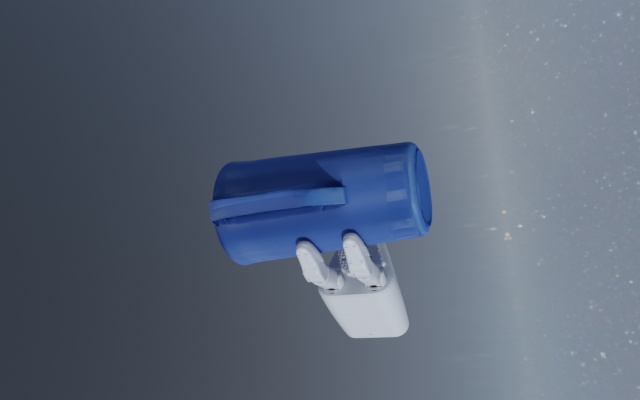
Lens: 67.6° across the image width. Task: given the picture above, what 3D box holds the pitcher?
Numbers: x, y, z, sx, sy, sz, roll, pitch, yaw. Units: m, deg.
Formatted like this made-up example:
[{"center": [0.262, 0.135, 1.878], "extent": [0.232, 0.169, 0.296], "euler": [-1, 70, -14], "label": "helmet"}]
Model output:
[{"center": [0.000, 0.002, 0.565], "extent": [0.243, 0.145, 0.149], "euler": [-8, 39, 20], "label": "pitcher"}]
